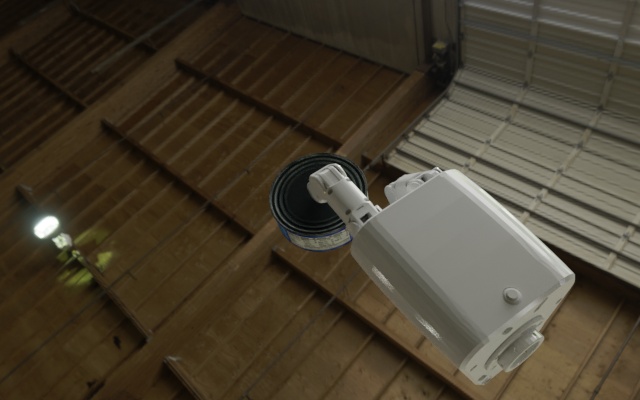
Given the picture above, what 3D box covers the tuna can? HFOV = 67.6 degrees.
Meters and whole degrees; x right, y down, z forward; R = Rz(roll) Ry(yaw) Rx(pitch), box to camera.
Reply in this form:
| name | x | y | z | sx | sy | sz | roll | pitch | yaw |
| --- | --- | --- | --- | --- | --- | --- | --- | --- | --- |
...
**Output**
| name | x | y | z | sx | sy | sz | roll | pitch | yaw |
| --- | --- | --- | --- | --- | --- | --- | --- | --- | --- |
| tuna can | 0.000 | 0.002 | 0.421 | 0.086 | 0.086 | 0.034 | 0 | -33 | 12 |
